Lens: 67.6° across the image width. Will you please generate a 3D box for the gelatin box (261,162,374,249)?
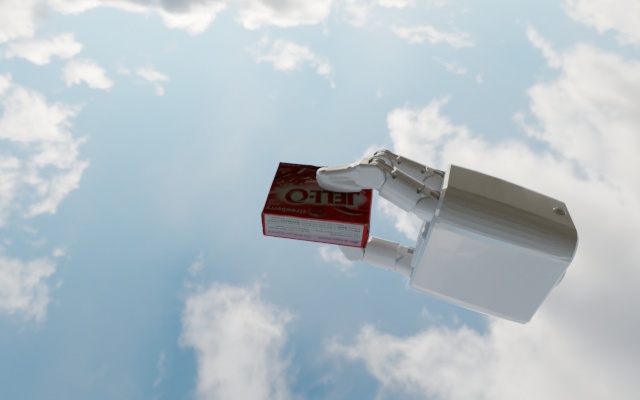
[{"bbox_3d":[0.000,0.002,0.413,0.089,0.030,0.073,6,40,5],"label":"gelatin box"}]
